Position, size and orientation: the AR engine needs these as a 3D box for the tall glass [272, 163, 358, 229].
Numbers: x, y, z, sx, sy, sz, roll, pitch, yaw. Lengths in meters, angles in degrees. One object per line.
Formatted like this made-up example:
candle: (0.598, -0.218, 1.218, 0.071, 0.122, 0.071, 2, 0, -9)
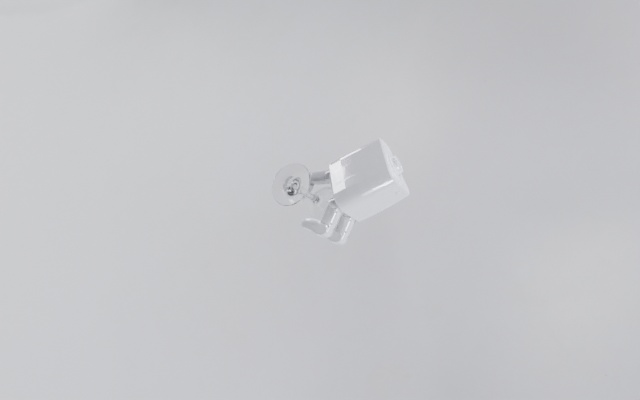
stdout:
tall glass: (0.000, 0.003, 0.862, 0.079, 0.079, 0.201, 0, -17, 31)
